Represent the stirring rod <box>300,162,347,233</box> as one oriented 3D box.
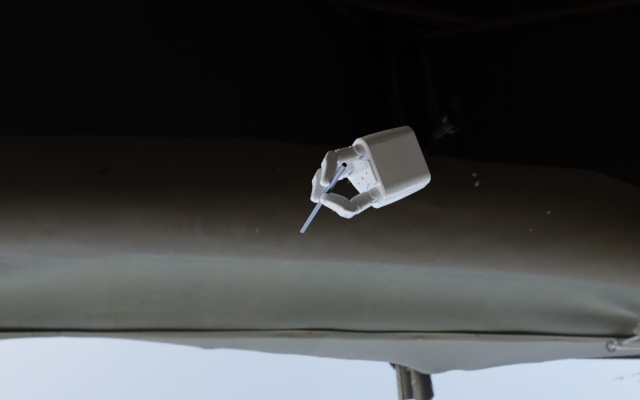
[{"bbox_3d":[0.000,0.003,0.781,0.011,0.011,0.240,0,-26,-18],"label":"stirring rod"}]
